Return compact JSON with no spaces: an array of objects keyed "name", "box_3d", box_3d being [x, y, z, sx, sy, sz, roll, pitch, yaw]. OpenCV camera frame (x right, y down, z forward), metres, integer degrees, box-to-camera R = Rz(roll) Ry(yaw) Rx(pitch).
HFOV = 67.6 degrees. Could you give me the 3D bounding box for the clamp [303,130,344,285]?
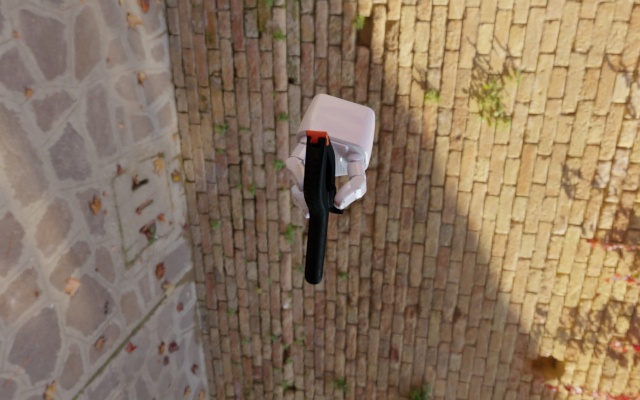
[{"name":"clamp","box_3d":[0.001,0.002,0.656,0.036,0.164,0.210,6,-43,12]}]
